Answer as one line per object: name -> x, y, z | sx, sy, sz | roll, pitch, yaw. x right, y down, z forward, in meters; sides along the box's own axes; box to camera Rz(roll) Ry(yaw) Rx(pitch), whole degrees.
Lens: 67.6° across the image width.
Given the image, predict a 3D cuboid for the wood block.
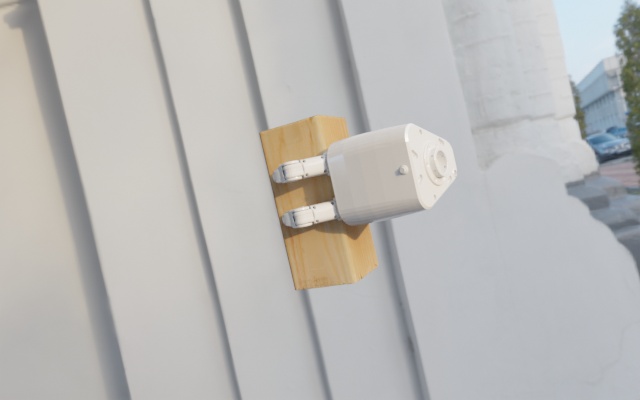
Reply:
wood block -> 0.001, 0.002, 0.626 | 0.090, 0.206, 0.091 | -12, 1, 26
